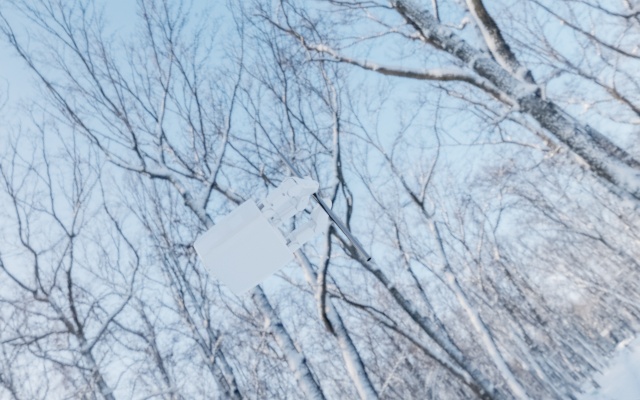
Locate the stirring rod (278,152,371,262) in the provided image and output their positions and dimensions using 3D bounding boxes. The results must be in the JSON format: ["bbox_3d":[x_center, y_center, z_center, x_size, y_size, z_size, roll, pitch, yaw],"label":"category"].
[{"bbox_3d":[0.000,0.002,0.702,0.011,0.011,0.239,0,39,-44],"label":"stirring rod"}]
